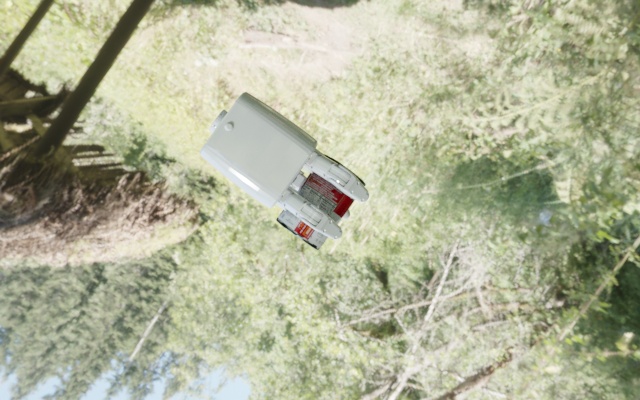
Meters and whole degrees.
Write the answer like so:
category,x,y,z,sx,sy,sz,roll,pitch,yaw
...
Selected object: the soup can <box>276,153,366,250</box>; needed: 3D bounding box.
category,x,y,z,sx,sy,sz,roll,pitch,yaw
soup can,0.000,0.002,0.596,0.068,0.102,0.068,36,-2,1
